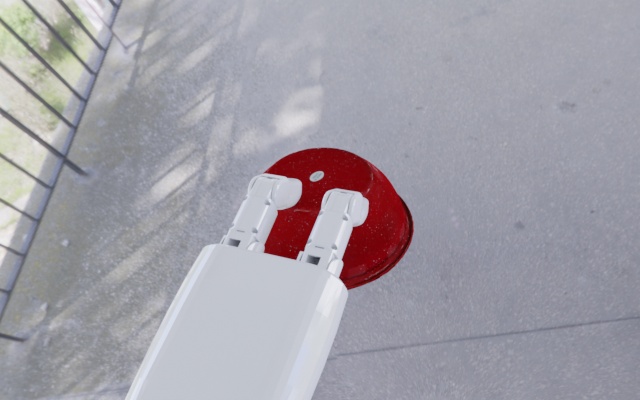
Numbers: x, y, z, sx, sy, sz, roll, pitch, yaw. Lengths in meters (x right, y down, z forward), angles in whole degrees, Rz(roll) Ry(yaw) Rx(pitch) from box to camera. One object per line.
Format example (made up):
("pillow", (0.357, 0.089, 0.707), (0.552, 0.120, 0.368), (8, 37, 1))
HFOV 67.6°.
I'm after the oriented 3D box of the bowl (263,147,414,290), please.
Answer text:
("bowl", (0.000, 0.000, 0.414), (0.162, 0.055, 0.162), (-3, 39, 2))
